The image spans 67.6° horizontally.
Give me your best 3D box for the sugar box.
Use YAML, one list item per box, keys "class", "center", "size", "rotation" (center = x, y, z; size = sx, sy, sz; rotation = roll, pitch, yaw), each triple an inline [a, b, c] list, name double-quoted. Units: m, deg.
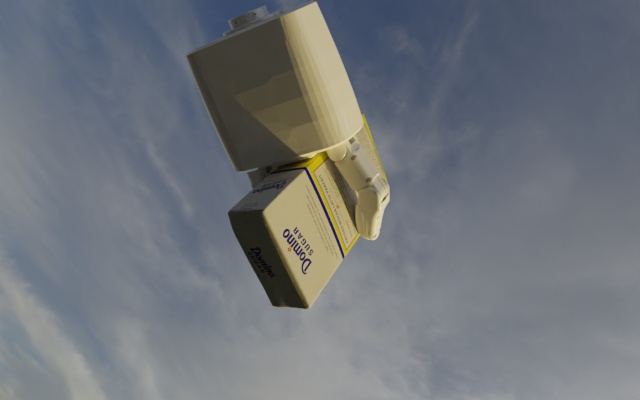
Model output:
- class: "sugar box"
  center: [0.000, 0.001, 0.420]
  size: [0.048, 0.093, 0.176]
  rotation: [-4, 28, 37]
